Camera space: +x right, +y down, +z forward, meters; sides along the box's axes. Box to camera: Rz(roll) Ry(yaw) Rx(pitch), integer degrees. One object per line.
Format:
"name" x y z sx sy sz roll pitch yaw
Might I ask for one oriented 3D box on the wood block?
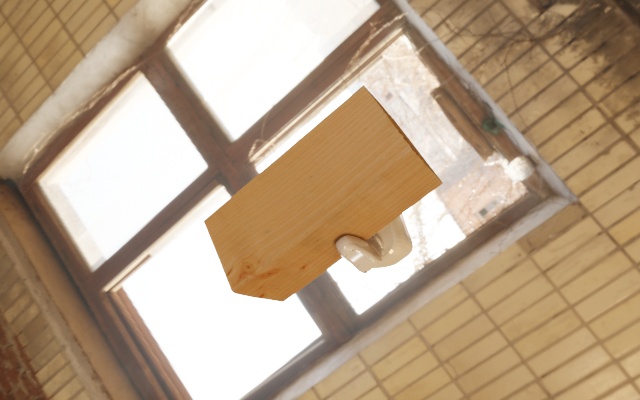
"wood block" 0.000 0.002 0.466 0.206 0.090 0.090 -39 -31 14
